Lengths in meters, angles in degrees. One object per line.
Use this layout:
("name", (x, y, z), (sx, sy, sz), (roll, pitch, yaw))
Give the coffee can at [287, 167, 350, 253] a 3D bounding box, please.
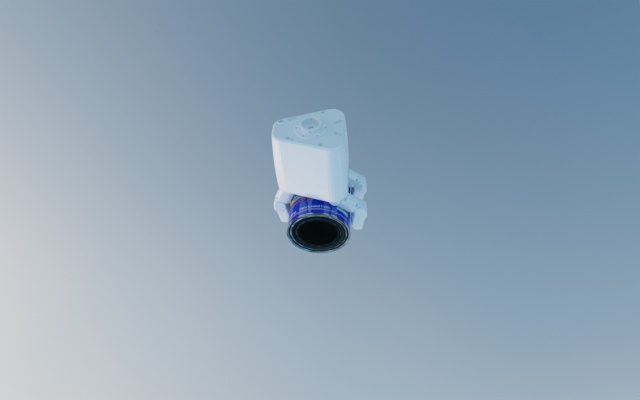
("coffee can", (0.000, 0.003, 0.806), (0.103, 0.140, 0.103), (2, -42, 2))
